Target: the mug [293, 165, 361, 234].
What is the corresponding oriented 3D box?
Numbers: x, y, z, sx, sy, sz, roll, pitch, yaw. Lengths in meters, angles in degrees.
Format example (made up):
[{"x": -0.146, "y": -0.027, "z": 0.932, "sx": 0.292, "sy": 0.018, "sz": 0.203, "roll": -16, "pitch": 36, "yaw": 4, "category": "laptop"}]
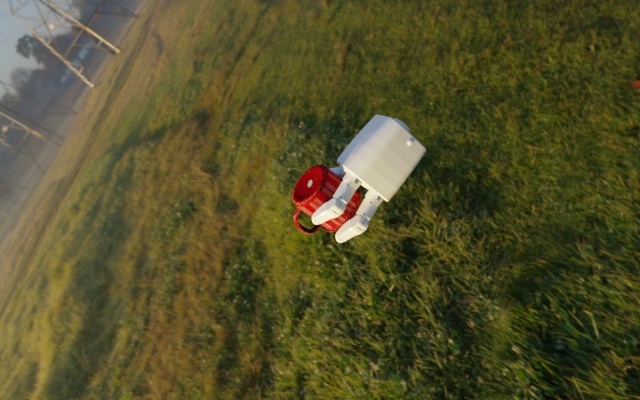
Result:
[{"x": -0.001, "y": 0.004, "z": 0.803, "sx": 0.081, "sy": 0.117, "sz": 0.093, "roll": 37, "pitch": 4, "yaw": -30, "category": "mug"}]
